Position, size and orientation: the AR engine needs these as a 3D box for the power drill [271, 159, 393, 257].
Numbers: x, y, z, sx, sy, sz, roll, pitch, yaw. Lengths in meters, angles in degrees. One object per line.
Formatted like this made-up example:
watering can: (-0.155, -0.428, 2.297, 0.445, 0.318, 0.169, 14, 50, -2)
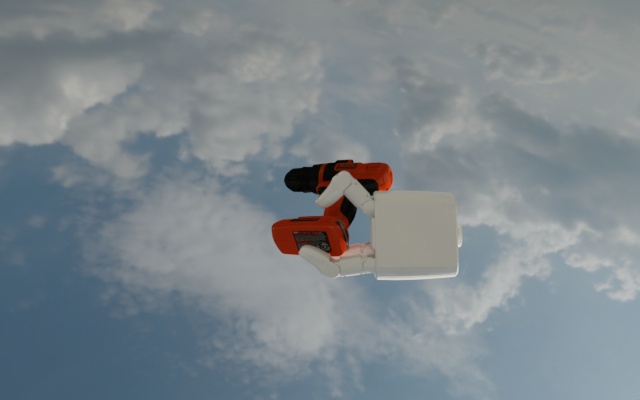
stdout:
power drill: (0.000, 0.003, 0.711, 0.184, 0.057, 0.187, -2, 35, 27)
